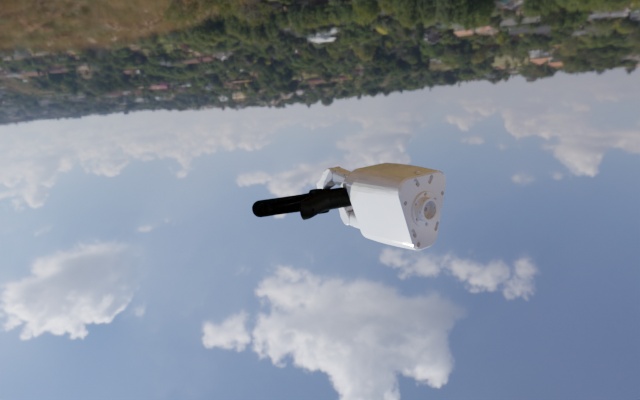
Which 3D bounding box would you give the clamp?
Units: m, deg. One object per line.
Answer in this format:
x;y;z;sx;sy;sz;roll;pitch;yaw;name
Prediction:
0.000;0.003;0.695;0.171;0.039;0.120;-13;15;-33;clamp
